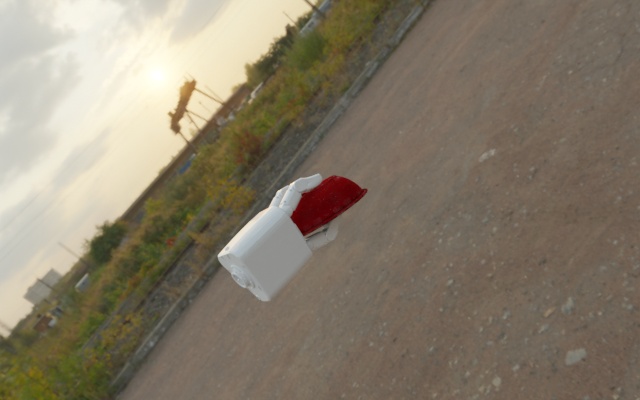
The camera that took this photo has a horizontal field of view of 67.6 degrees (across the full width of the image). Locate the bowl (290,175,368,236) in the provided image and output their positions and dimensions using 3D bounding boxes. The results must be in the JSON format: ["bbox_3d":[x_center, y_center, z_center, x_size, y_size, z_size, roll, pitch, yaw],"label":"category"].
[{"bbox_3d":[0.001,0.002,0.832,0.162,0.055,0.162,-32,5,3],"label":"bowl"}]
